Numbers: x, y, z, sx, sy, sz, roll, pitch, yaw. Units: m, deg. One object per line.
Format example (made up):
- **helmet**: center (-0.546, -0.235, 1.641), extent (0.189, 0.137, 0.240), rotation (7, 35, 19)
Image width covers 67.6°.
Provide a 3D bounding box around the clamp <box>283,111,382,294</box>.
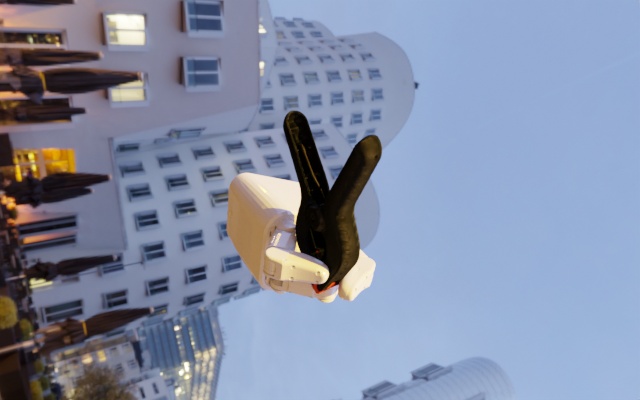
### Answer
- **clamp**: center (0.001, 0.002, 0.441), extent (0.039, 0.171, 0.120), rotation (-9, 33, -30)
